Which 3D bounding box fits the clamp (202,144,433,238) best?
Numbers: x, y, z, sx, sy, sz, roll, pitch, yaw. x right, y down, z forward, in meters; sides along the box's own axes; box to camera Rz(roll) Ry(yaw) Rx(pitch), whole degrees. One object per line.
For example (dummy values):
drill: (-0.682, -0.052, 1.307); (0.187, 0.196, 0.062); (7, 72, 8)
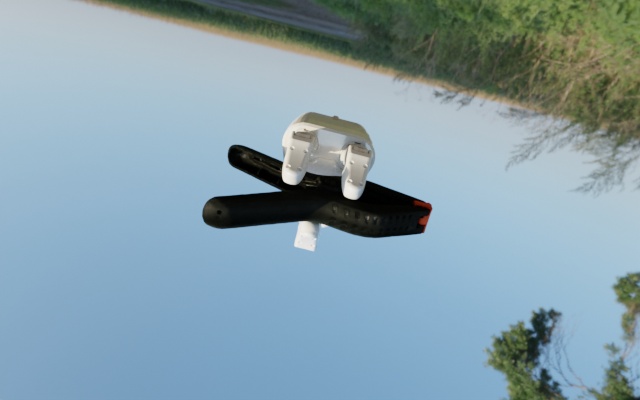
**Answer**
clamp: (0.000, 0.002, 0.435); (0.210, 0.036, 0.164); (14, 23, -1)
